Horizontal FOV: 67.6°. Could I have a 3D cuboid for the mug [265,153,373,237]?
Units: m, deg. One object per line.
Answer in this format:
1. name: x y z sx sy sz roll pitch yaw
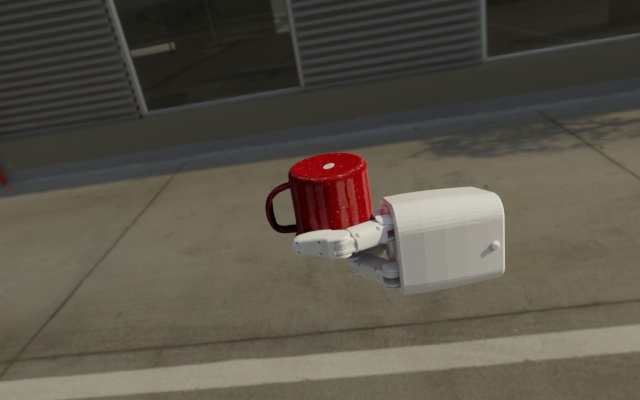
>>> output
1. mug: -0.001 0.002 0.502 0.117 0.081 0.093 -9 23 1
